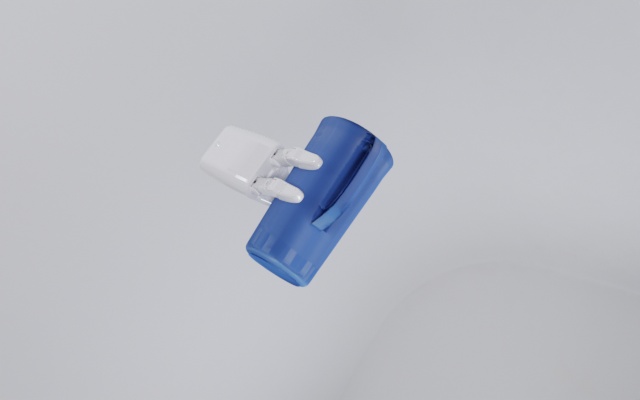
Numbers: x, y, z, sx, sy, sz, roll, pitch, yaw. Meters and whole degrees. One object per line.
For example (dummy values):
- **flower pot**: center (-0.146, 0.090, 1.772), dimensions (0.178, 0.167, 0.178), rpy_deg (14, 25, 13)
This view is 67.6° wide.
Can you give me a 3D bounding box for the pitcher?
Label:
- **pitcher**: center (0.000, 0.002, 0.710), dimensions (0.145, 0.242, 0.149), rpy_deg (25, -17, 25)
